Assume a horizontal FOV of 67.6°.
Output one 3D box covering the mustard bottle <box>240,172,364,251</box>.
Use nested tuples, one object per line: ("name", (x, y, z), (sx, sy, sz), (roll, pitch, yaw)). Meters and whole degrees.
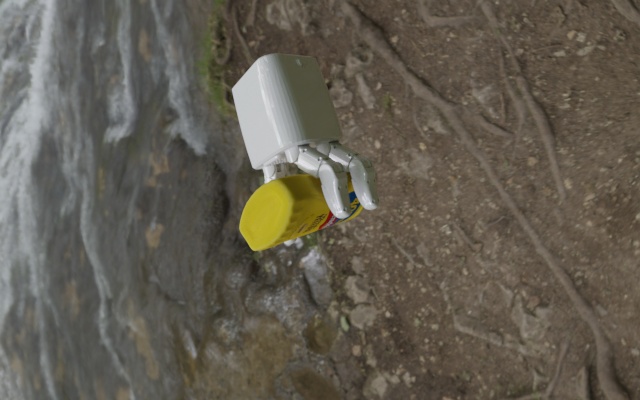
("mustard bottle", (0.000, 0.002, 0.570), (0.191, 0.058, 0.096), (-15, -29, -49))
